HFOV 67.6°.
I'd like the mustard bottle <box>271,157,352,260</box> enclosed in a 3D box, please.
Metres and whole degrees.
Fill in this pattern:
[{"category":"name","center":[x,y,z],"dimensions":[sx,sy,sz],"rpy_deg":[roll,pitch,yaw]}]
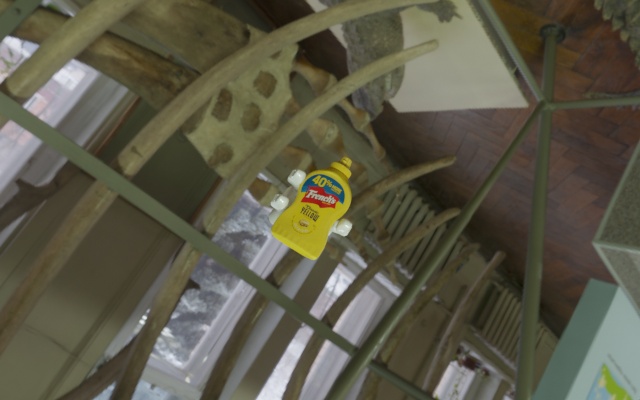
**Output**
[{"category":"mustard bottle","center":[0.000,0.003,0.854],"dimensions":[0.096,0.191,0.058],"rpy_deg":[30,-14,11]}]
